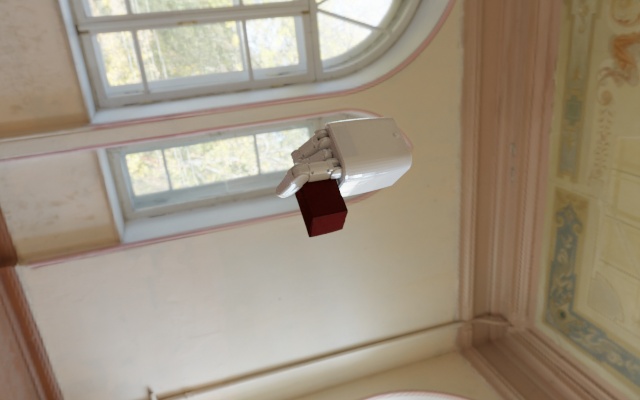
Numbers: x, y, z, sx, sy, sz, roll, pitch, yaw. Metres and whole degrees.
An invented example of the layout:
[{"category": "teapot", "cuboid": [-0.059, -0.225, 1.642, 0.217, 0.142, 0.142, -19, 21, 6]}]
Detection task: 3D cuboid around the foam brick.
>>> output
[{"category": "foam brick", "cuboid": [0.000, 0.002, 0.669, 0.051, 0.078, 0.053, -10, -32, -15]}]
